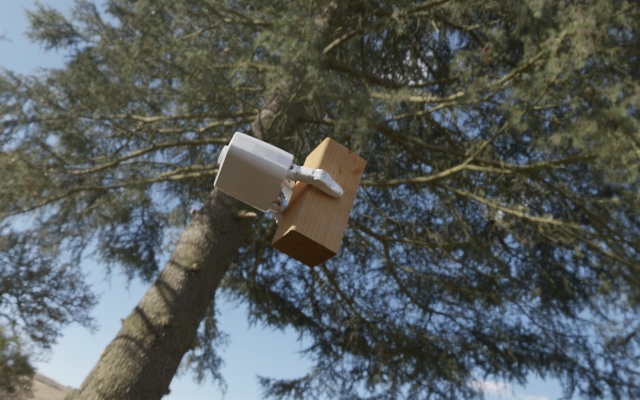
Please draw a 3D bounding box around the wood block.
[{"bbox_3d":[0.000,0.002,0.853,0.090,0.206,0.091,30,-34,-16],"label":"wood block"}]
